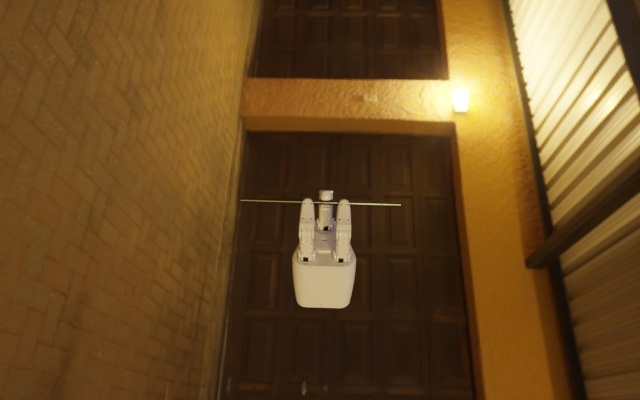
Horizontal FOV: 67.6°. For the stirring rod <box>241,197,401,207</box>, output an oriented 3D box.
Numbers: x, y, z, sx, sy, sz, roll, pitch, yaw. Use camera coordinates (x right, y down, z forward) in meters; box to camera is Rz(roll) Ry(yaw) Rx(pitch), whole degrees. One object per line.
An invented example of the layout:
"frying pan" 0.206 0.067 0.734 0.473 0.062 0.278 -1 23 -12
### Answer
"stirring rod" 0.000 0.002 0.721 0.239 0.011 0.011 2 0 1
